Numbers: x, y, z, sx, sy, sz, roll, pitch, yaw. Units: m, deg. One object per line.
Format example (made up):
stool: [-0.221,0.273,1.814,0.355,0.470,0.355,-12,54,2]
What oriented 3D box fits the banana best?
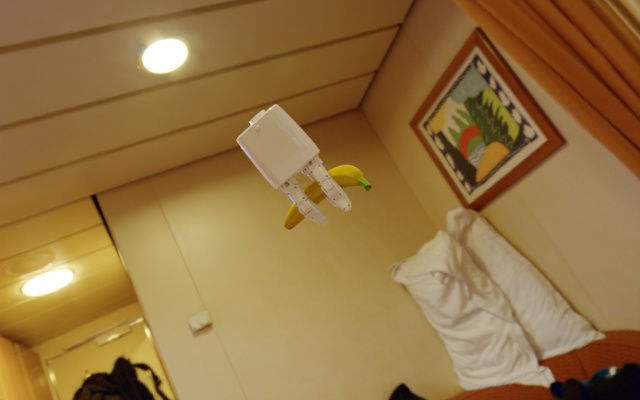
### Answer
banana: [0.005,-0.013,0.830,0.037,0.069,0.198,36,-47,-29]
